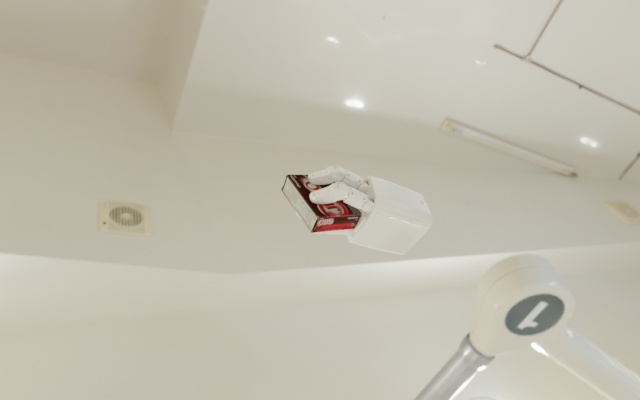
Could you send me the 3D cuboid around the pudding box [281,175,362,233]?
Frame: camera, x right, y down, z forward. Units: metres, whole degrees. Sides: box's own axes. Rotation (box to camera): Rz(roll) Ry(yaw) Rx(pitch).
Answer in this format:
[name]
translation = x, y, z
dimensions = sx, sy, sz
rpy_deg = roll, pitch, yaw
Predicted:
[pudding box]
translation = 0.000, 0.003, 0.789
dimensions = 0.090, 0.039, 0.113
rpy_deg = -2, 38, -38
